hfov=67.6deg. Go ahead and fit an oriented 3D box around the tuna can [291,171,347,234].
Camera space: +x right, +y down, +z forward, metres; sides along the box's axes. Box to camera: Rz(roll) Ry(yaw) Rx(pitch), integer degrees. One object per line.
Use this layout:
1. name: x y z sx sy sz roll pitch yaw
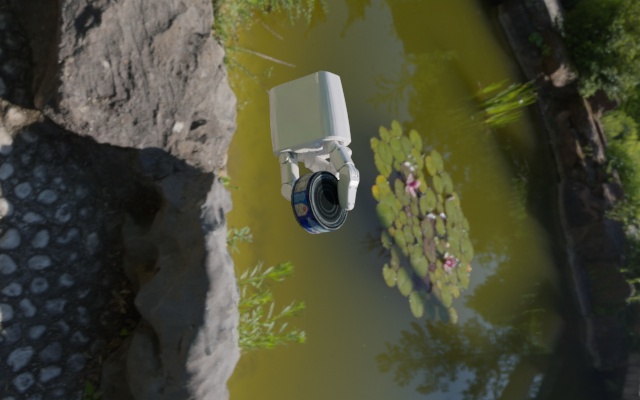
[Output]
1. tuna can: 0.001 0.002 0.665 0.034 0.086 0.086 -13 -8 39
